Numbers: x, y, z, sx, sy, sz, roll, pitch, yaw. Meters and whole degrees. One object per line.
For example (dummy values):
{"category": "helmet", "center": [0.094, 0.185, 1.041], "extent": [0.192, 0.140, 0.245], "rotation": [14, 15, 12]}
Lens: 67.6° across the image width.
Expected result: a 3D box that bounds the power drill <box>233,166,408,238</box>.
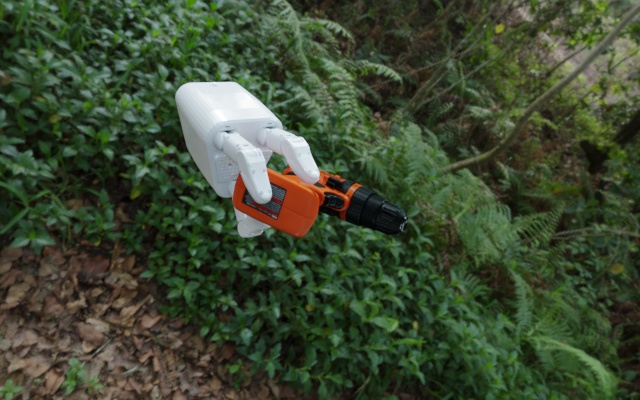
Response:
{"category": "power drill", "center": [0.000, 0.002, 0.577], "extent": [0.184, 0.057, 0.187], "rotation": [22, 10, 24]}
